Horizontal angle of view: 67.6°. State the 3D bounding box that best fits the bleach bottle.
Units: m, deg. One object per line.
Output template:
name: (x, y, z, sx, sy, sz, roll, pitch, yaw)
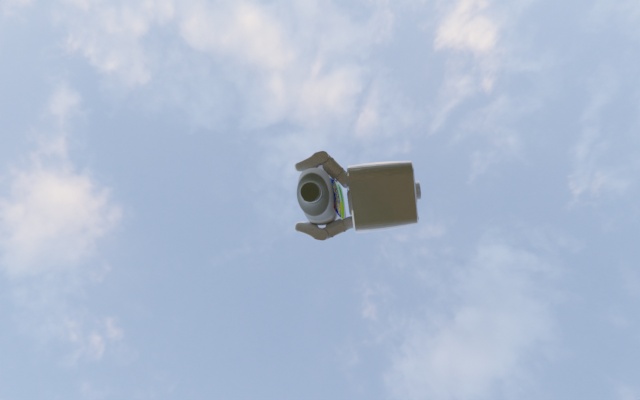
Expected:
bleach bottle: (0.000, 0.003, 0.805, 0.068, 0.102, 0.251, -7, -4, 6)
